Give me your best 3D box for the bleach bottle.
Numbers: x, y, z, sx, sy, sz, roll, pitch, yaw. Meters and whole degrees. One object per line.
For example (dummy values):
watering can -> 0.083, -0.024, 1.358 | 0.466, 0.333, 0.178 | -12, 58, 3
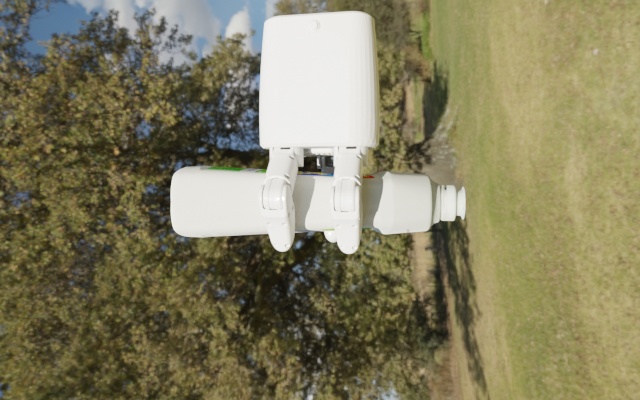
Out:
bleach bottle -> 0.000, 0.001, 0.437 | 0.251, 0.068, 0.102 | 0, 1, 10
